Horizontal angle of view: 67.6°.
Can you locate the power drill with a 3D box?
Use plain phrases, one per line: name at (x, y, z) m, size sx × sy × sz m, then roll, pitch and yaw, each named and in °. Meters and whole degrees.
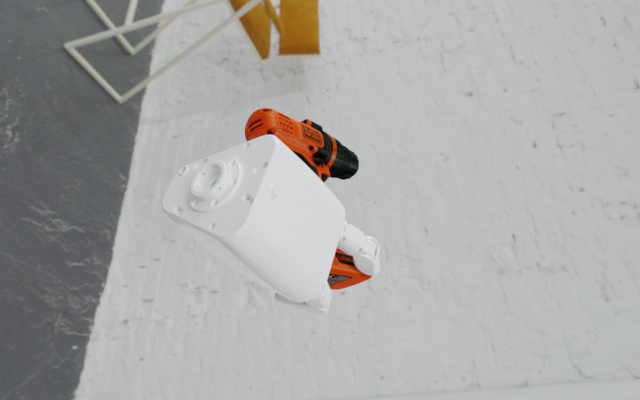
power drill at (0.000, 0.002, 0.531) m, size 0.057 × 0.187 × 0.184 m, roll -28°, pitch -27°, yaw 31°
